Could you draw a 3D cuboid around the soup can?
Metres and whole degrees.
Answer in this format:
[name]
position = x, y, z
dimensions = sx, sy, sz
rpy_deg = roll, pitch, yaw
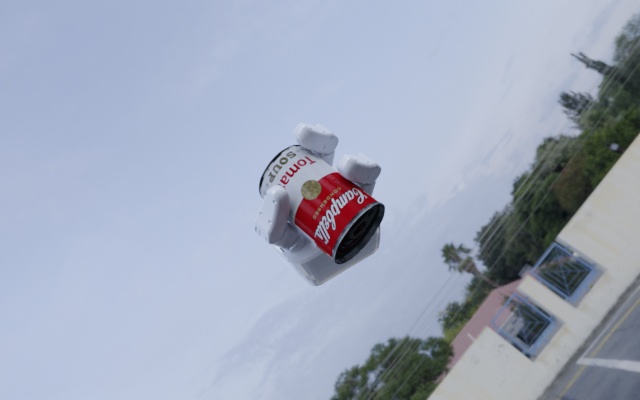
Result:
[soup can]
position = 0.000, 0.001, 0.446
dimensions = 0.102, 0.068, 0.068
rpy_deg = 39, 18, 24
